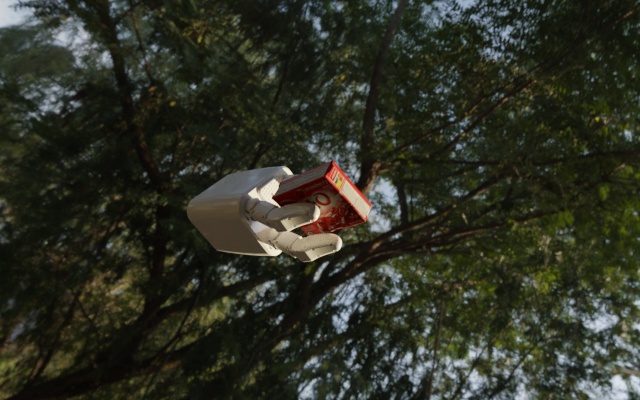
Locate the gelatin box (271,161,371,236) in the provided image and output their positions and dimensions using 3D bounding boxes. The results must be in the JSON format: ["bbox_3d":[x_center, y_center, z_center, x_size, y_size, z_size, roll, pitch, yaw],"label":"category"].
[{"bbox_3d":[0.000,0.001,0.538,0.089,0.030,0.073,-20,-57,40],"label":"gelatin box"}]
